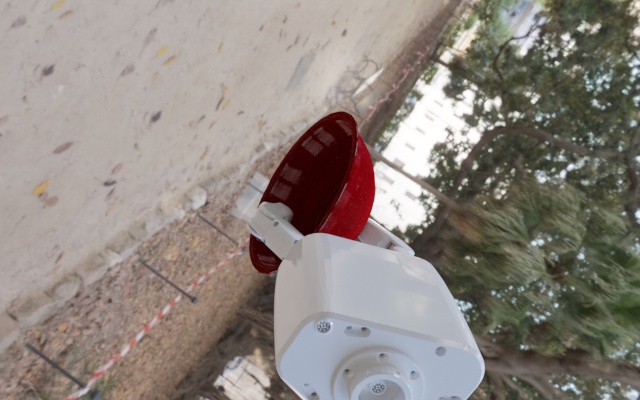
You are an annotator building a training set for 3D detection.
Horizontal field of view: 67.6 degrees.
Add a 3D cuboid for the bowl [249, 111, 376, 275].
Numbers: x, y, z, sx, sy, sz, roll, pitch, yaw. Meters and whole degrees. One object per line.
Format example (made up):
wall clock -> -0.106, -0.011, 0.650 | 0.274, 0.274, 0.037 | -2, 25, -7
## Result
bowl -> 0.000, 0.001, 0.440 | 0.055, 0.162, 0.162 | 29, -14, -25
